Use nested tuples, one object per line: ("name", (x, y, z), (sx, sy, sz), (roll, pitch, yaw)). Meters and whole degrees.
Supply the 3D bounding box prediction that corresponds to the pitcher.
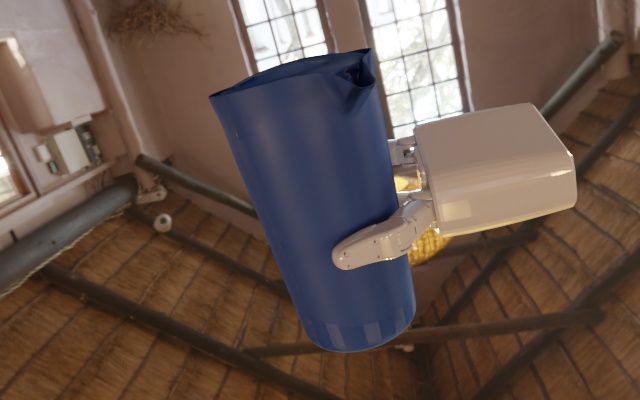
("pitcher", (0.000, 0.001, 0.420), (0.145, 0.243, 0.149), (-13, 19, 8))
